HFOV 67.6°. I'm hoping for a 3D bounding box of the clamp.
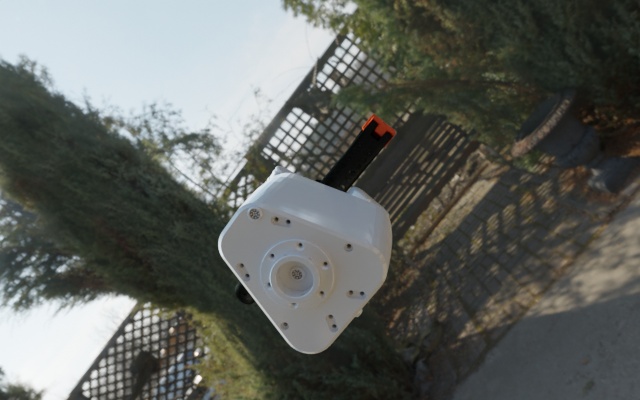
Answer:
[{"bbox_3d":[0.000,0.001,0.496,0.036,0.210,0.164,39,14,0],"label":"clamp"}]
